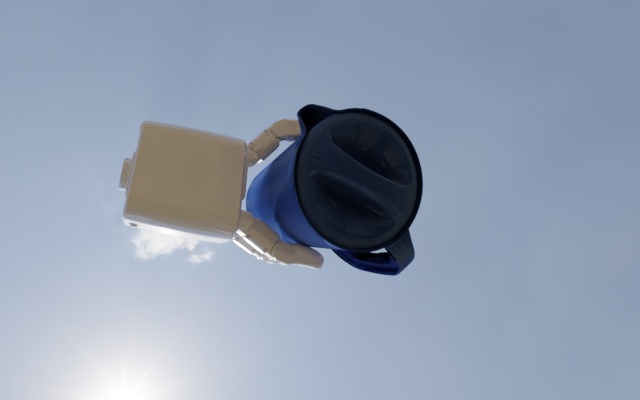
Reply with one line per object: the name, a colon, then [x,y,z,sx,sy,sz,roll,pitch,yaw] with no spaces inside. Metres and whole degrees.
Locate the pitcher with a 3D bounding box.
pitcher: [0.000,0.002,0.539,0.145,0.149,0.243,9,-10,-21]
